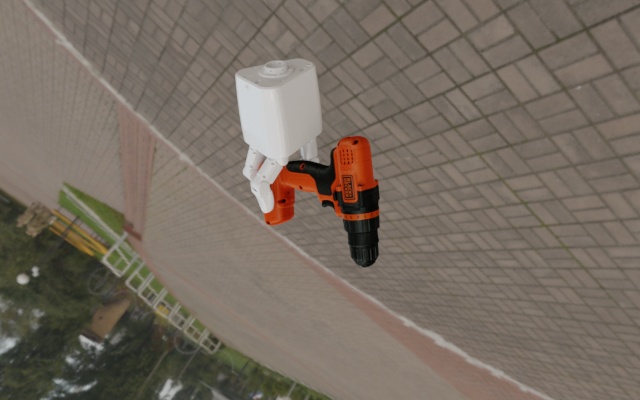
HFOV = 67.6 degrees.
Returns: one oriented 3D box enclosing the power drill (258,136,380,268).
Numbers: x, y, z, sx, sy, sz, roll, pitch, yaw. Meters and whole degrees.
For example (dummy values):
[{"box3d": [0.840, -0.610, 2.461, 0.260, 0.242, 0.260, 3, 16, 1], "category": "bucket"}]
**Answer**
[{"box3d": [0.000, 0.002, 0.700, 0.187, 0.184, 0.057, 1, 11, 35], "category": "power drill"}]
